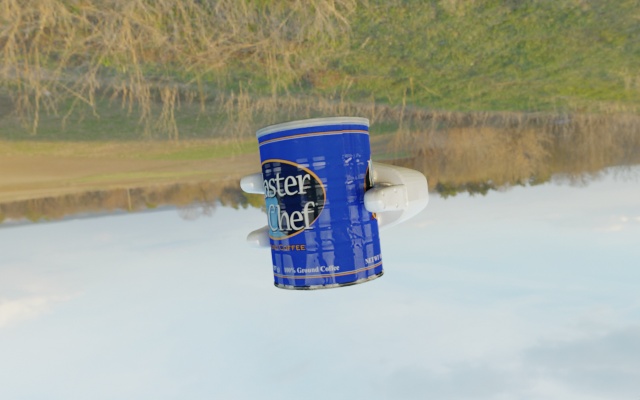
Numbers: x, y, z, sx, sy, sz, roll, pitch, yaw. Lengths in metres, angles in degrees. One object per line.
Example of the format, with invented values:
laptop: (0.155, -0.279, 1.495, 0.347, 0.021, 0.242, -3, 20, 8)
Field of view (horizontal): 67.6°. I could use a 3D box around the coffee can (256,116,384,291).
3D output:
coffee can: (0.000, 0.001, 0.436, 0.103, 0.140, 0.103, -6, 1, 0)
